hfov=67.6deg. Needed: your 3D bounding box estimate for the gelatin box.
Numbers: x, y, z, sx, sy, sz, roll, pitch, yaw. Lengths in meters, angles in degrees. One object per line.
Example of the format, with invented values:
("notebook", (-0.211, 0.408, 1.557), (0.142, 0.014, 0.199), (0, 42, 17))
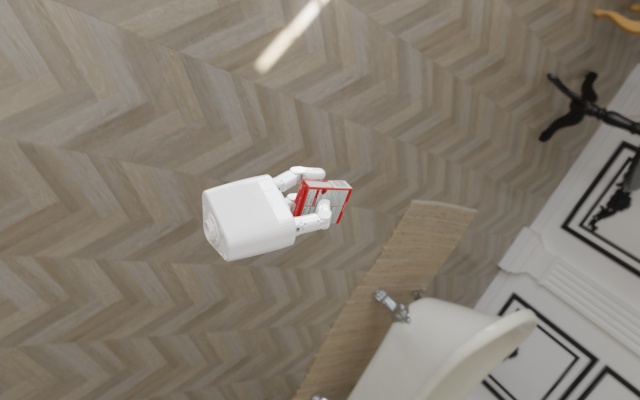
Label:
("gelatin box", (0.001, 0.003, 0.790), (0.089, 0.073, 0.030), (1, 33, -32))
